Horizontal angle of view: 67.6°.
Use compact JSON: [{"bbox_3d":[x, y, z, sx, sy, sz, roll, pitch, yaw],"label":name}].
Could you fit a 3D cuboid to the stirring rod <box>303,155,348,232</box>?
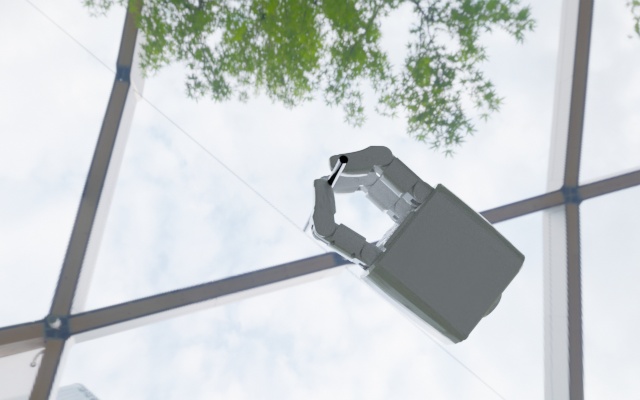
[{"bbox_3d":[0.000,0.002,0.519,0.011,0.011,0.240,0,-18,-10],"label":"stirring rod"}]
